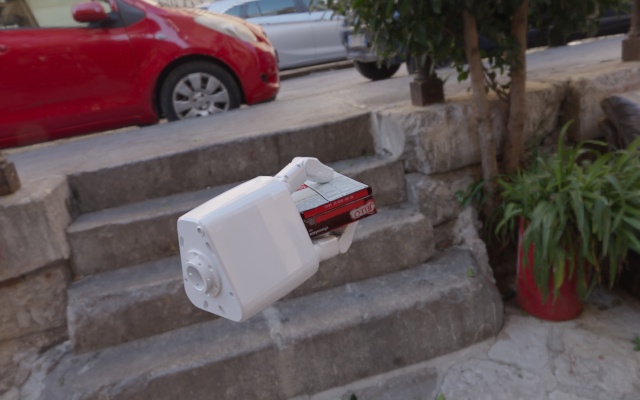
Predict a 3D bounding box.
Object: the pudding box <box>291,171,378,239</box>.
[{"bbox_3d":[0.000,0.002,0.559,0.090,0.039,0.113,-19,21,-17],"label":"pudding box"}]
